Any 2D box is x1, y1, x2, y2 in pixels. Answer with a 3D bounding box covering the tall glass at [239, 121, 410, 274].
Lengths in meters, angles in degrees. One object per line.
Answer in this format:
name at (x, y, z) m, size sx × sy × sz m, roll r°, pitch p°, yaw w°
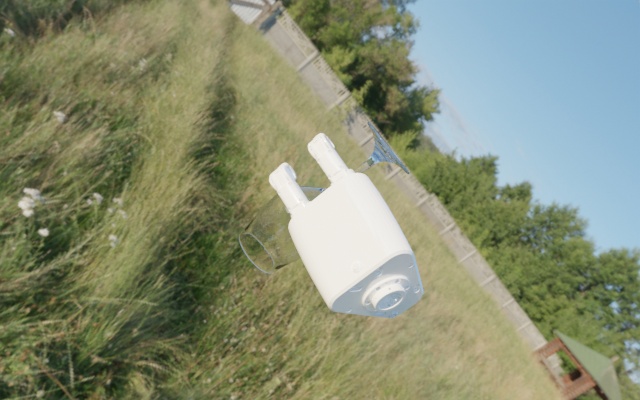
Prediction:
tall glass at (0.001, 0.001, 0.551) m, size 0.201 × 0.079 × 0.079 m, roll -38°, pitch -9°, yaw 11°
